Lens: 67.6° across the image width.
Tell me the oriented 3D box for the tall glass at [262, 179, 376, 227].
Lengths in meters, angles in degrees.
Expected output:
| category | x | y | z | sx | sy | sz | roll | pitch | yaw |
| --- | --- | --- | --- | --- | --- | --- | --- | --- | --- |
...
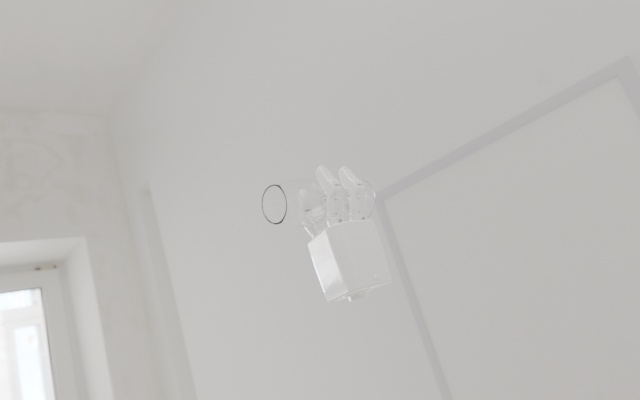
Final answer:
| category | x | y | z | sx | sy | sz | roll | pitch | yaw |
| --- | --- | --- | --- | --- | --- | --- | --- | --- | --- |
| tall glass | 0.001 | 0.002 | 0.800 | 0.201 | 0.079 | 0.079 | -3 | 2 | -44 |
